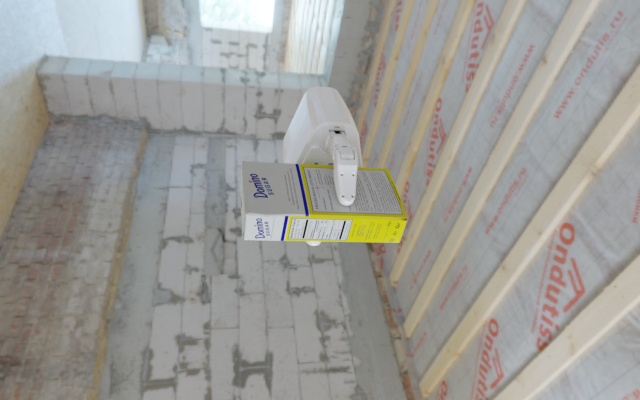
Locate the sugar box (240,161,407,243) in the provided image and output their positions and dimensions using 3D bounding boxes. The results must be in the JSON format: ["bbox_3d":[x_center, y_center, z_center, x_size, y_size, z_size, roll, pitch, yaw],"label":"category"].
[{"bbox_3d":[0.000,0.002,0.535,0.176,0.048,0.093,1,40,-12],"label":"sugar box"}]
